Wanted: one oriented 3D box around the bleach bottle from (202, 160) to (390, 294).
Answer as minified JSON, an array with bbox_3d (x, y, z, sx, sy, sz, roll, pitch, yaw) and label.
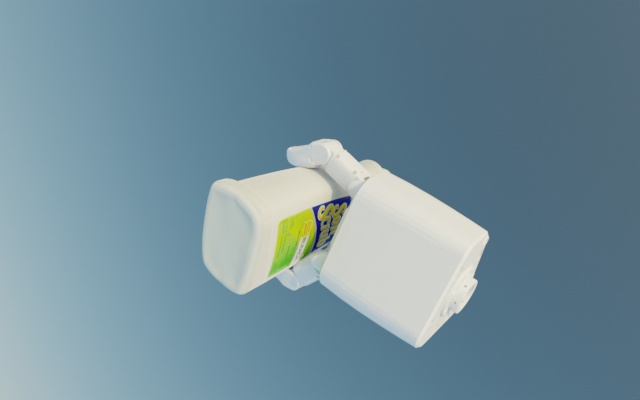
[{"bbox_3d":[0.000,0.002,0.488,0.068,0.103,0.251,34,35,27],"label":"bleach bottle"}]
